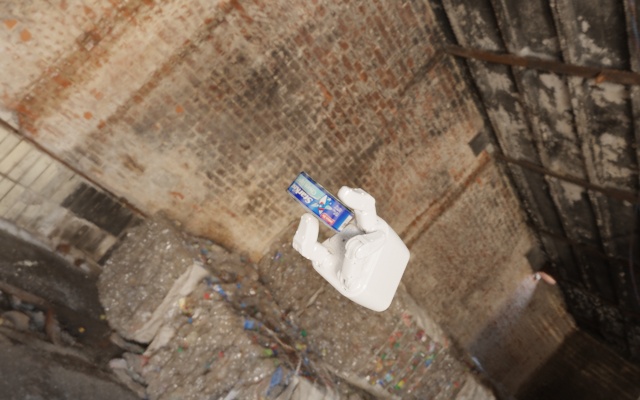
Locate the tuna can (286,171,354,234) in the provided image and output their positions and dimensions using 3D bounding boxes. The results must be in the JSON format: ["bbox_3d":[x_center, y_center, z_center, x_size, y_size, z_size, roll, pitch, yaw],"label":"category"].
[{"bbox_3d":[0.000,0.001,0.589,0.086,0.034,0.086,39,2,-2],"label":"tuna can"}]
